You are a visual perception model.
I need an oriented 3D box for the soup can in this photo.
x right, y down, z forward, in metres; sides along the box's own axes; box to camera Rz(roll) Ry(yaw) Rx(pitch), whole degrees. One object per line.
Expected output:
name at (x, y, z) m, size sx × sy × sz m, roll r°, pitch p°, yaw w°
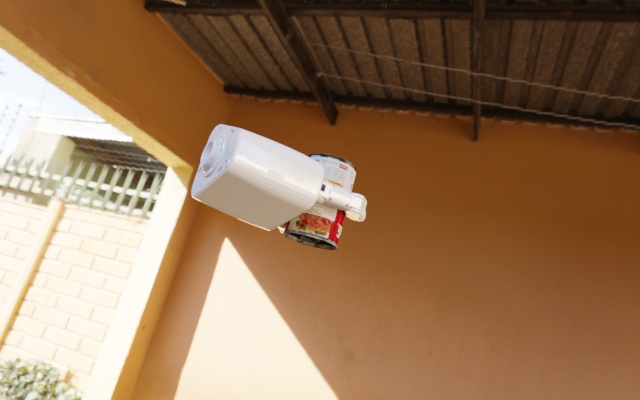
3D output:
soup can at (0.001, 0.002, 0.584) m, size 0.068 × 0.102 × 0.068 m, roll 14°, pitch -15°, yaw 4°
